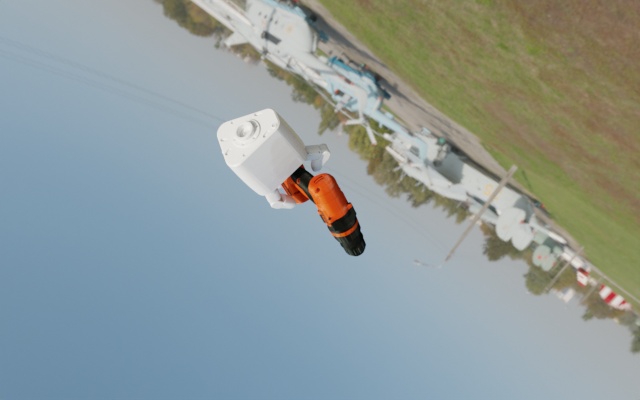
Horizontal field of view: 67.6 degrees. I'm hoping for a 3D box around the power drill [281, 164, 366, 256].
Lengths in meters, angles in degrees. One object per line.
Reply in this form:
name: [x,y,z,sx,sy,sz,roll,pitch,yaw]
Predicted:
power drill: [0.000,0.002,0.857,0.057,0.185,0.187,-37,39,-13]
